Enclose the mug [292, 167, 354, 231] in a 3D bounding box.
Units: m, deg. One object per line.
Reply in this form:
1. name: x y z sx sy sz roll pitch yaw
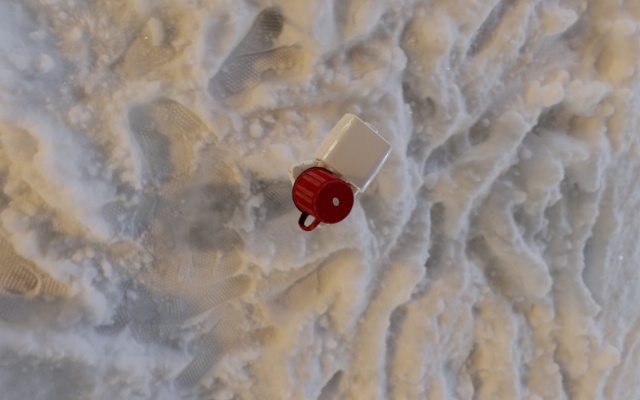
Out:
1. mug: -0.001 0.004 0.847 0.093 0.117 0.081 36 -2 -30
